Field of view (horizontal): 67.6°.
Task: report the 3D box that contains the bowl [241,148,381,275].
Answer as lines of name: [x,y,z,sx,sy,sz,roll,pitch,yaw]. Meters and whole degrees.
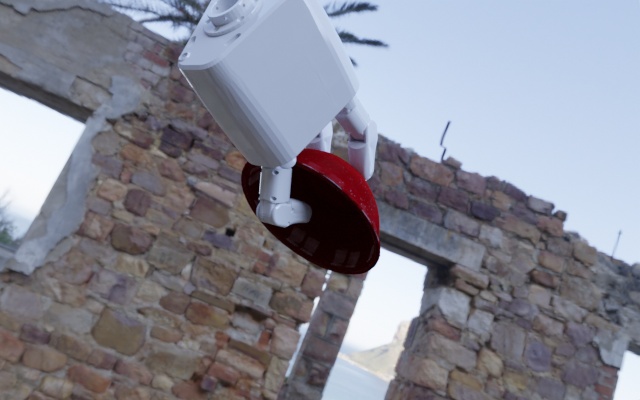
bowl: [0.000,0.002,0.484,0.162,0.162,0.055,0,42,46]
